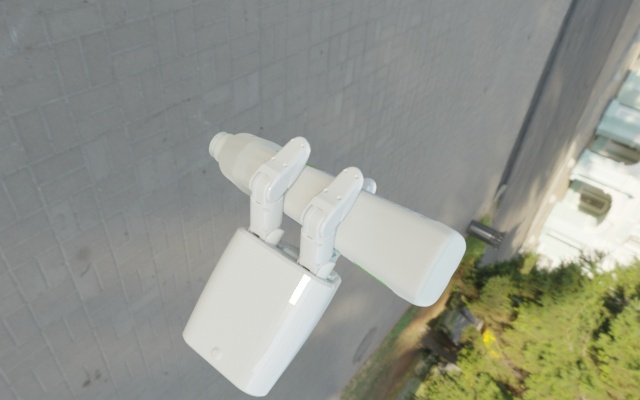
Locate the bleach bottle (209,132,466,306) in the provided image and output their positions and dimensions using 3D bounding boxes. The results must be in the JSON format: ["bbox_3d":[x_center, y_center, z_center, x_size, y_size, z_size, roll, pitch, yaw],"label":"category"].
[{"bbox_3d":[0.000,0.001,0.433,0.250,0.068,0.102,30,0,26],"label":"bleach bottle"}]
